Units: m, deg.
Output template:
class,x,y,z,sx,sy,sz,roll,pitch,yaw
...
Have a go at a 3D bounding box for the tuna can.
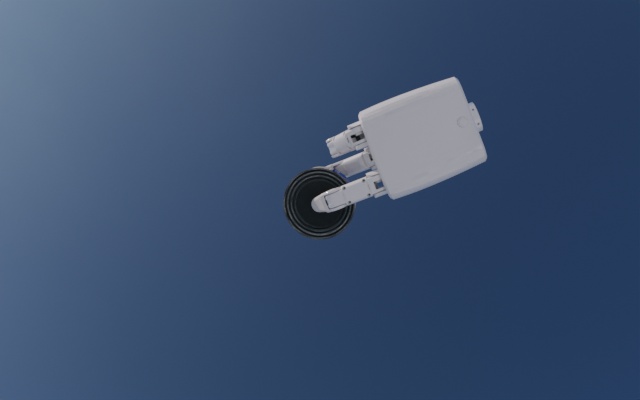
class,x,y,z,sx,sy,sz,roll,pitch,yaw
tuna can,0.000,0.002,0.577,0.086,0.086,0.033,0,9,8
